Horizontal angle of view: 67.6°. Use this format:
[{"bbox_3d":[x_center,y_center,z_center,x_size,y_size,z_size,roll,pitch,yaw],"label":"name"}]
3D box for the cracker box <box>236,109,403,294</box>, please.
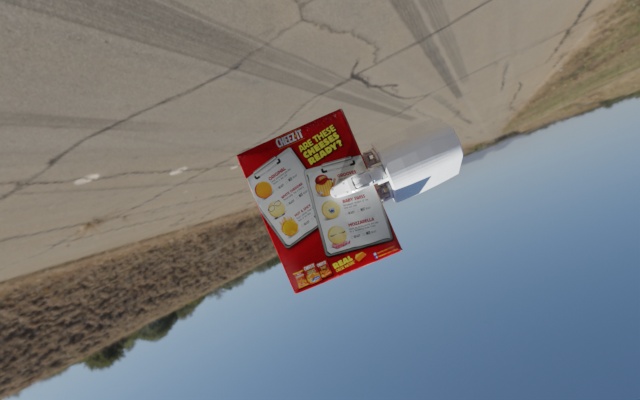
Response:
[{"bbox_3d":[0.000,0.002,0.688,0.164,0.213,0.072,-23,-1,5],"label":"cracker box"}]
